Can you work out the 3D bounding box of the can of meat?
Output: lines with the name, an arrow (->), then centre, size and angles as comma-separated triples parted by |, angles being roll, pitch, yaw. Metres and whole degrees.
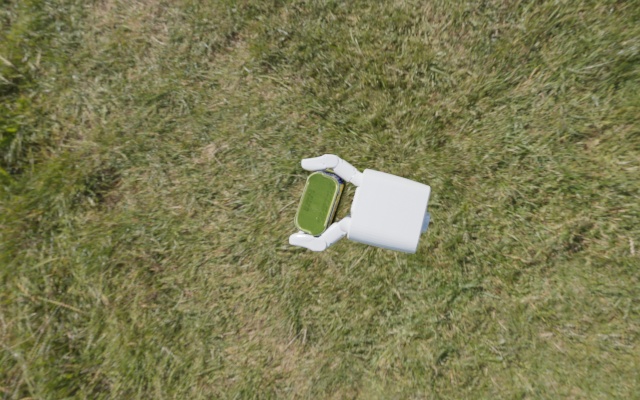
can of meat -> 0.000, 0.002, 0.763 | 0.057, 0.102, 0.084 | 19, 7, 7
